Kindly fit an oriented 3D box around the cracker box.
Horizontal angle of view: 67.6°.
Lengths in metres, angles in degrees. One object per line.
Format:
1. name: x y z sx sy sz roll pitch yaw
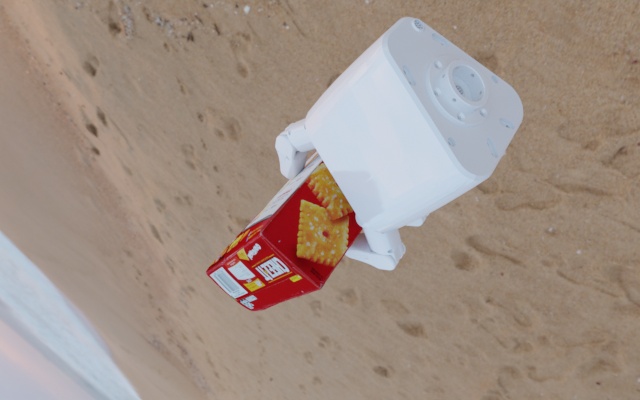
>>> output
1. cracker box: 0.000 0.002 0.468 0.213 0.072 0.164 -50 8 -32
